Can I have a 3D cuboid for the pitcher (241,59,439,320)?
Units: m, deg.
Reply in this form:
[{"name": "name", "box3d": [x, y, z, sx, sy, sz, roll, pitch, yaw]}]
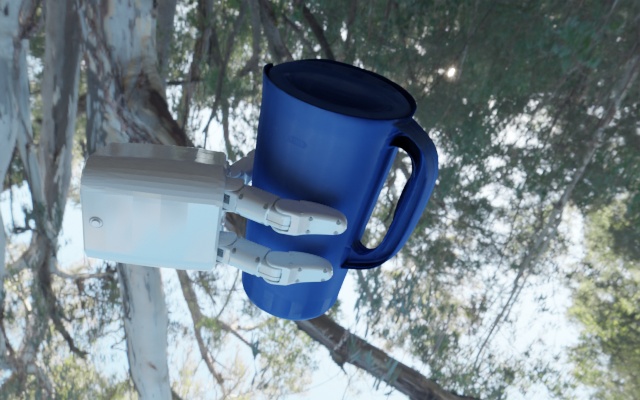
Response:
[{"name": "pitcher", "box3d": [0.000, 0.001, 0.456, 0.145, 0.243, 0.149, 7, 32, -12]}]
